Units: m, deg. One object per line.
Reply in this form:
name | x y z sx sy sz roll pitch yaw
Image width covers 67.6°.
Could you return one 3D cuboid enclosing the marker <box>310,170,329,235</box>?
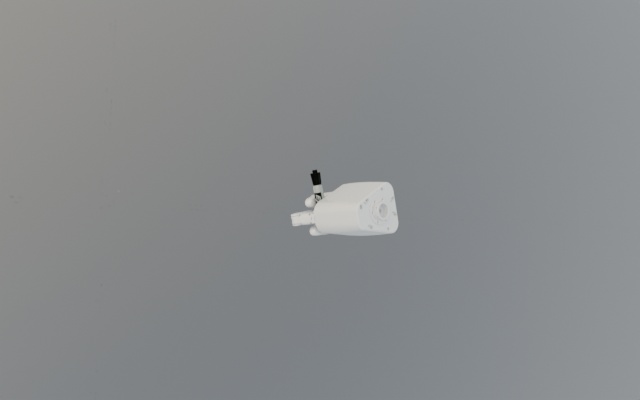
marker | 0.000 0.003 0.884 0.020 0.121 0.020 -10 6 1
